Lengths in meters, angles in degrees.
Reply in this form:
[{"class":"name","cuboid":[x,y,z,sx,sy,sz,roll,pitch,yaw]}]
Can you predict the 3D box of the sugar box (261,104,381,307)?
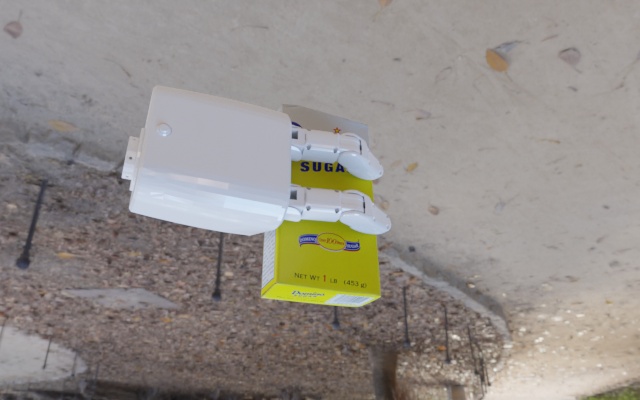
[{"class":"sugar box","cuboid":[0.000,0.001,0.425,0.093,0.176,0.048,11,-29,-22]}]
